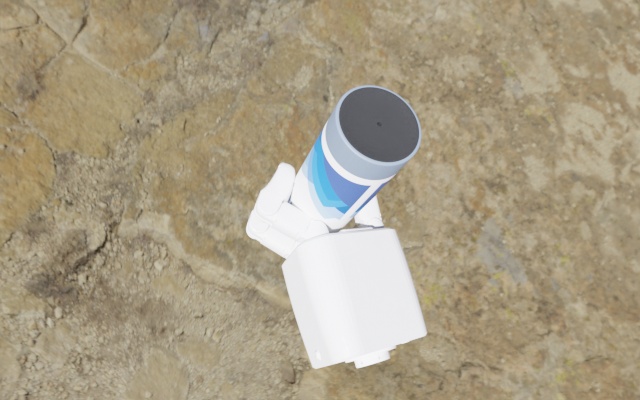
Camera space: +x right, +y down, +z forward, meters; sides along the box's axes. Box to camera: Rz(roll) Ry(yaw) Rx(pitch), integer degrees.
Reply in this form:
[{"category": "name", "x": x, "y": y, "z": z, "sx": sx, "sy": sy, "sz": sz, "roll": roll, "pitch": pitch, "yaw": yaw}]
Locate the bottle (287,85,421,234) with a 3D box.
[{"category": "bottle", "x": 0.000, "y": 0.001, "z": 0.468, "sx": 0.069, "sy": 0.069, "sz": 0.296, "roll": 0, "pitch": -22, "yaw": -18}]
